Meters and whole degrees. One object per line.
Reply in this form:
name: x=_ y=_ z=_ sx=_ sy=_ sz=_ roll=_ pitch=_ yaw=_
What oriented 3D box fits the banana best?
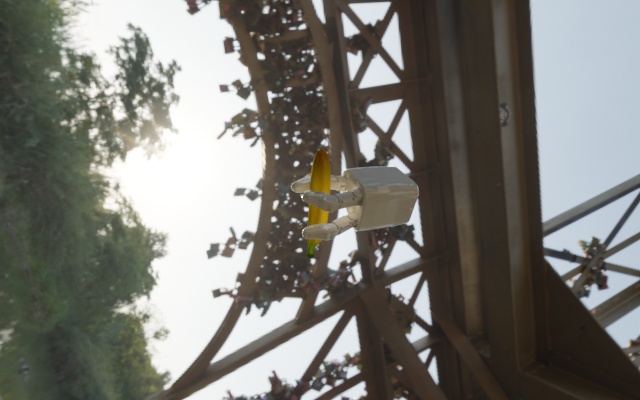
banana: x=-0.001 y=0.000 z=0.849 sx=0.037 sy=0.198 sz=0.069 roll=3 pitch=19 yaw=-5
